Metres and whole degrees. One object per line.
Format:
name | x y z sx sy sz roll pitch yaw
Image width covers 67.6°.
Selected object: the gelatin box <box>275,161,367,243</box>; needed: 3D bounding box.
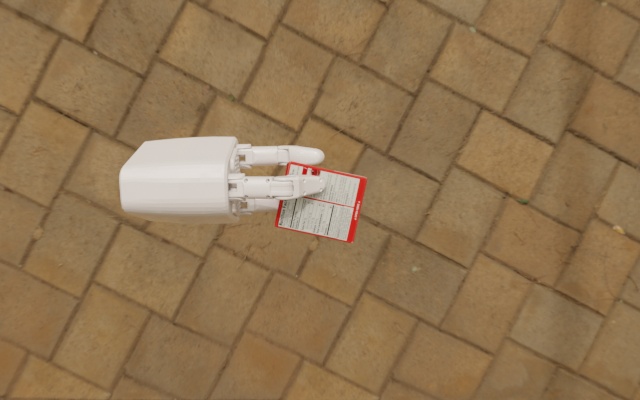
gelatin box | 0.000 0.002 0.523 0.089 0.073 0.030 12 1 0
